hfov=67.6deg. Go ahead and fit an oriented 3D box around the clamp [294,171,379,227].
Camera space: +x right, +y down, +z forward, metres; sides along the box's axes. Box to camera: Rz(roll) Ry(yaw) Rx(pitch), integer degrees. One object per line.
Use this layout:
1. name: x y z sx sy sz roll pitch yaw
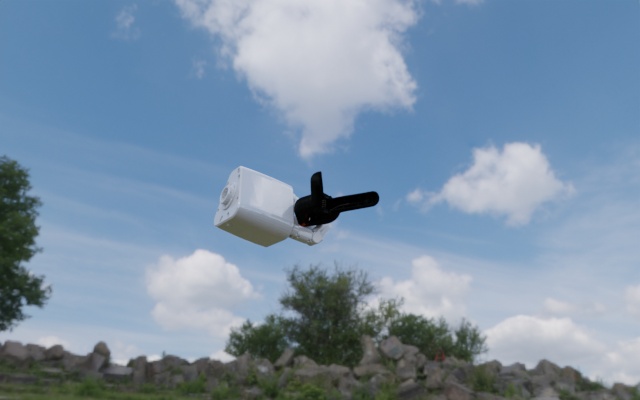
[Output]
1. clamp: 0.000 0.002 0.795 0.120 0.039 0.171 29 -37 -28
